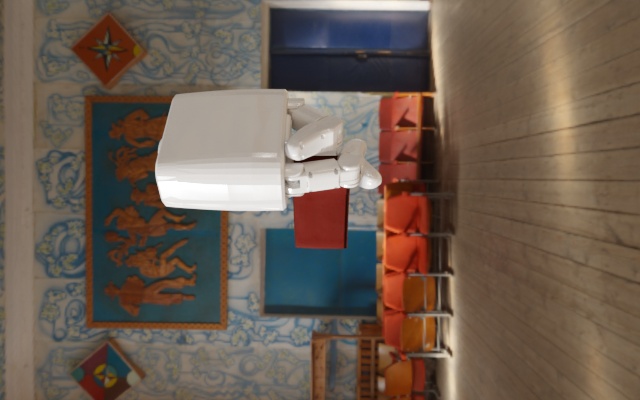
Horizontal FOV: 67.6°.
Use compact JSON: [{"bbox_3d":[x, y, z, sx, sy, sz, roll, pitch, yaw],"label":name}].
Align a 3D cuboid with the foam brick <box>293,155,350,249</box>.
[{"bbox_3d":[0.000,0.002,0.462,0.051,0.078,0.053,-1,37,-1],"label":"foam brick"}]
